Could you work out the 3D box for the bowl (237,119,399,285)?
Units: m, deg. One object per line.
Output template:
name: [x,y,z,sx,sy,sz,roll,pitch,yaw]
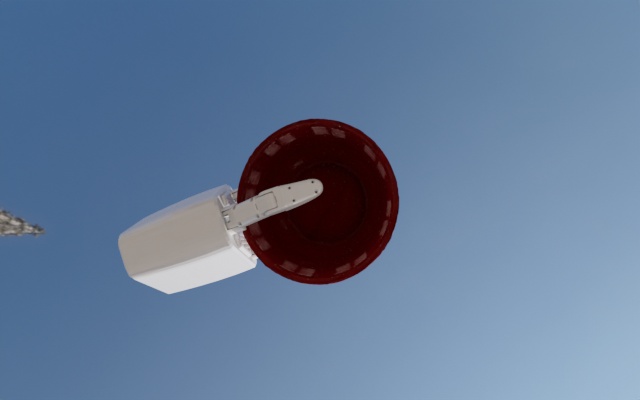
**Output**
bowl: [0.001,0.001,0.486,0.162,0.162,0.055,0,-2,13]
